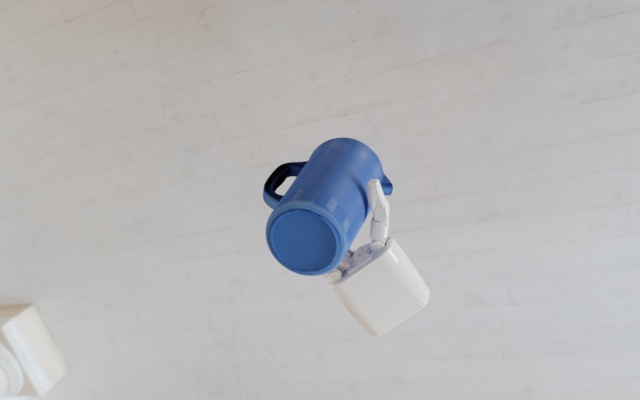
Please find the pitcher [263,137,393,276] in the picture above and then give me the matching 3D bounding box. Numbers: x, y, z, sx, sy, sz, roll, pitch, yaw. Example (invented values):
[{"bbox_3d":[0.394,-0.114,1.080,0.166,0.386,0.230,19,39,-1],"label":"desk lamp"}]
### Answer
[{"bbox_3d":[0.000,0.002,0.699,0.149,0.145,0.242,-31,11,26],"label":"pitcher"}]
